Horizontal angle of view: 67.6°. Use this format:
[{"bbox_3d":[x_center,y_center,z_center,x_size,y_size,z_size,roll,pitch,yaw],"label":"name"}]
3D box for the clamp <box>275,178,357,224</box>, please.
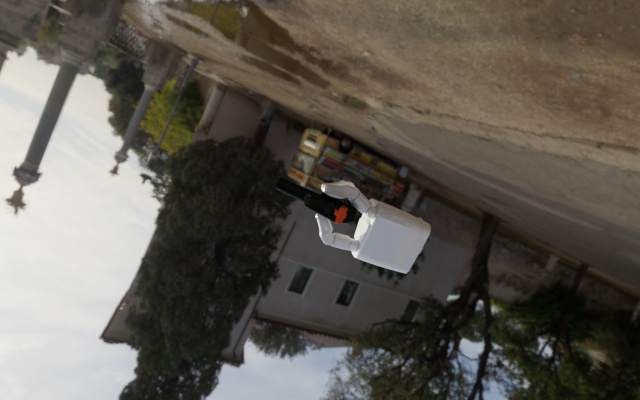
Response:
[{"bbox_3d":[0.000,0.004,0.852,0.164,0.036,0.210,18,6,-9],"label":"clamp"}]
